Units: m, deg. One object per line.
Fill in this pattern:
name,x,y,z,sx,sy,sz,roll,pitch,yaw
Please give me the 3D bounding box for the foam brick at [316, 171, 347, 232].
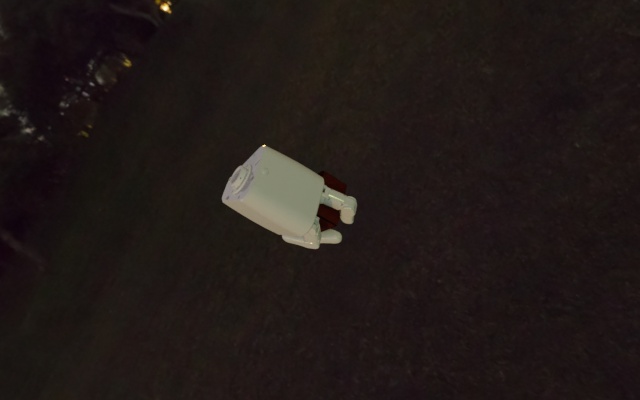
foam brick,0.000,0.002,0.748,0.051,0.078,0.053,30,-33,-26
